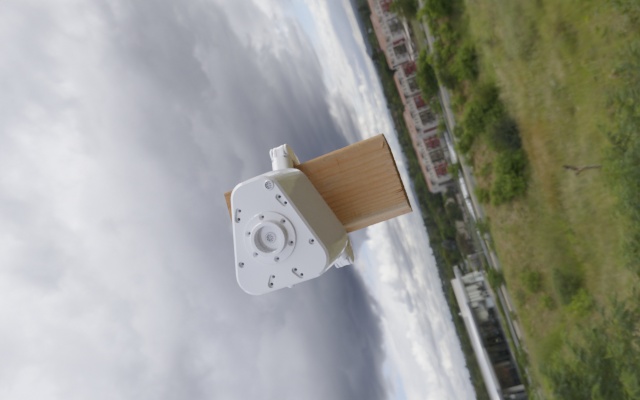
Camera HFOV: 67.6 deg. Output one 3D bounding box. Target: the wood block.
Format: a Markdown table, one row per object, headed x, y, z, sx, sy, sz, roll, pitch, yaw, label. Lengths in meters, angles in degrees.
| x | y | z | sx | sy | sz | roll | pitch | yaw | label |
| --- | --- | --- | --- | --- | --- | --- | --- | --- | --- |
| 0.000 | 0.002 | 0.595 | 0.206 | 0.091 | 0.090 | -19 | -10 | 12 | wood block |
